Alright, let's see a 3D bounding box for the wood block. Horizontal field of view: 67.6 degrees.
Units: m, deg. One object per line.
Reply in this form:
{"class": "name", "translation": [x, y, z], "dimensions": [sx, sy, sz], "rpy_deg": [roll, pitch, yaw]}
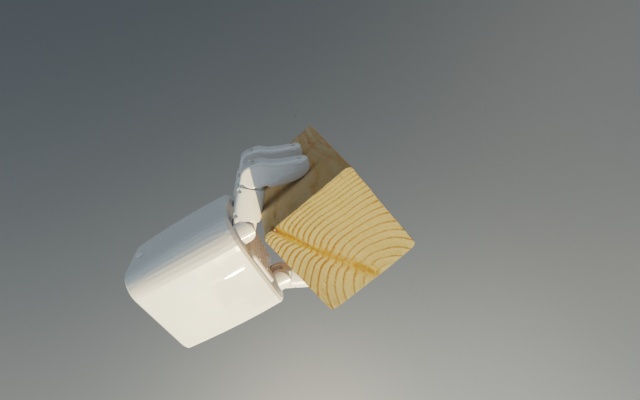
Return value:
{"class": "wood block", "translation": [0.000, 0.002, 0.470], "dimensions": [0.090, 0.091, 0.206], "rpy_deg": [-40, 20, 4]}
